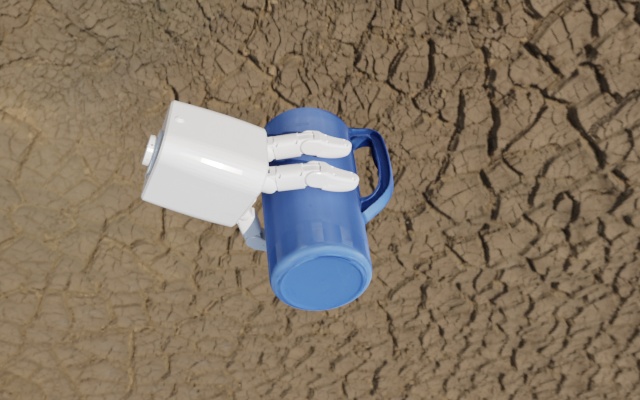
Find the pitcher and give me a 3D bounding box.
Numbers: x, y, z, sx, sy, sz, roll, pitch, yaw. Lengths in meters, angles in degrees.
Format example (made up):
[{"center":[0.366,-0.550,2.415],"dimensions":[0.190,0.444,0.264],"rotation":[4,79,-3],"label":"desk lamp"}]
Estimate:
[{"center":[0.000,0.002,0.576],"dimensions":[0.145,0.242,0.149],"rotation":[19,-53,-24],"label":"pitcher"}]
